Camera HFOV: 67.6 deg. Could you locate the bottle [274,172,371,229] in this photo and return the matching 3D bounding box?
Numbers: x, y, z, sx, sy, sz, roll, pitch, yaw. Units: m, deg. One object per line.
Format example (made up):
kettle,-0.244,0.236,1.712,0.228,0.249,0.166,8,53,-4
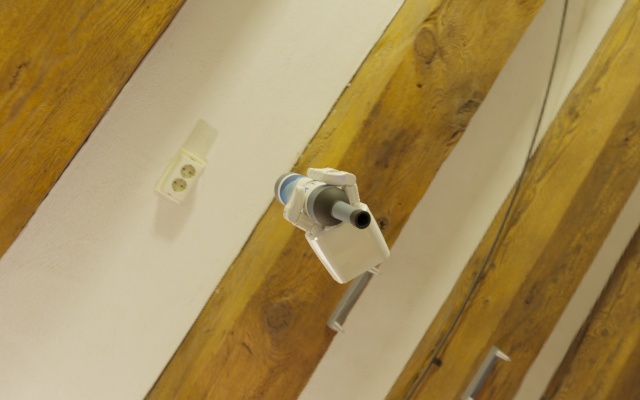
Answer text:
bottle,0.000,0.003,0.808,0.069,0.069,0.295,0,10,-25
